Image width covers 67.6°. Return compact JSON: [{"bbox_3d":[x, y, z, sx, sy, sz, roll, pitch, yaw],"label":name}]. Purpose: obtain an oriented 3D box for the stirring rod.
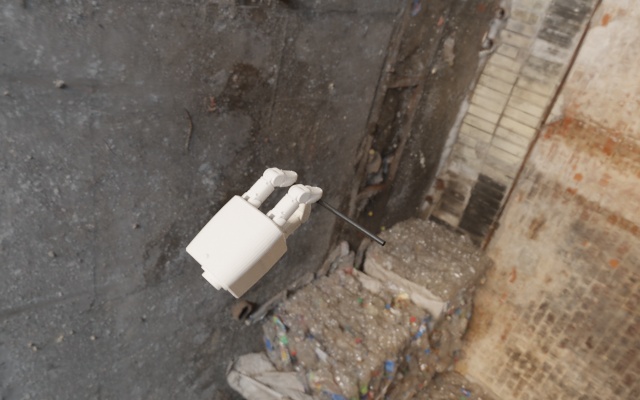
[{"bbox_3d":[0.000,0.002,0.708,0.239,0.011,0.011,33,19,31],"label":"stirring rod"}]
